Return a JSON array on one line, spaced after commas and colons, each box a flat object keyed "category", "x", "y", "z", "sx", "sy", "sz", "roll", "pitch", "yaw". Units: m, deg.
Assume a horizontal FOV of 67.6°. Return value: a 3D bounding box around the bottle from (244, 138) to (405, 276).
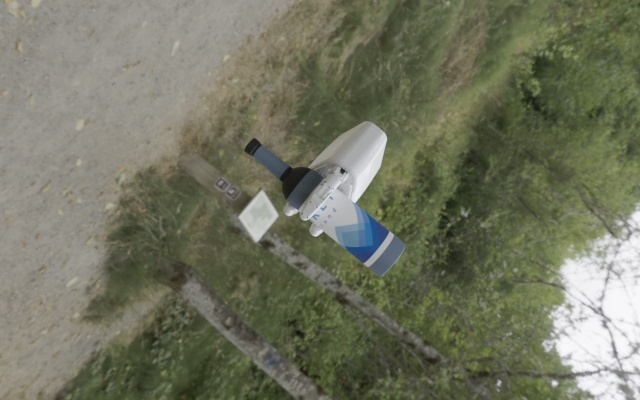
[{"category": "bottle", "x": 0.000, "y": 0.003, "z": 0.763, "sx": 0.295, "sy": 0.069, "sz": 0.069, "roll": 39, "pitch": 1, "yaw": 2}]
